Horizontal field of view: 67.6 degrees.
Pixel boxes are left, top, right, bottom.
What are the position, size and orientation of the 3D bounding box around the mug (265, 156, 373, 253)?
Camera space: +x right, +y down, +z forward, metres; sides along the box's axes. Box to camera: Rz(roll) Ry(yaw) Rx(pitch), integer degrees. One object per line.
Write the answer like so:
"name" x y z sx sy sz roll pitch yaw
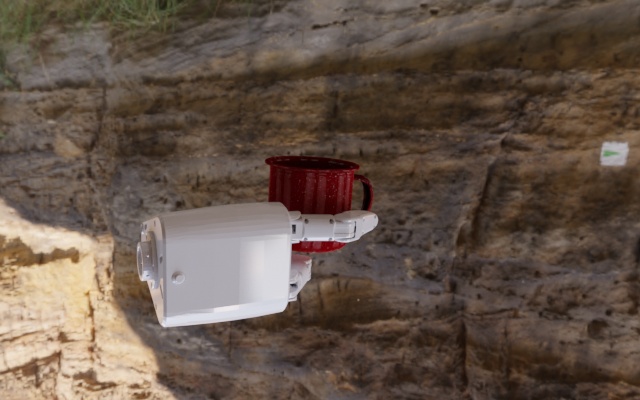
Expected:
"mug" 0.001 0.002 0.480 0.117 0.081 0.093 -3 14 -28
